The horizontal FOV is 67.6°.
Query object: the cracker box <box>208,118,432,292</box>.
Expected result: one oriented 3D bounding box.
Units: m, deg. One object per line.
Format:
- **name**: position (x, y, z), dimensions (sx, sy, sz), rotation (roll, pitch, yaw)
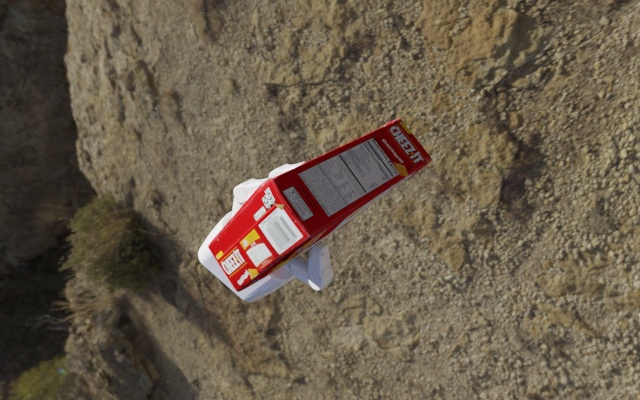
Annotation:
- **cracker box**: position (0.000, 0.002, 0.535), dimensions (0.213, 0.072, 0.164), rotation (-30, -7, -42)
